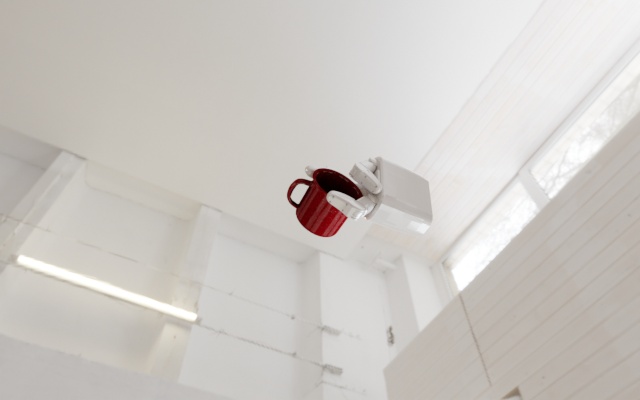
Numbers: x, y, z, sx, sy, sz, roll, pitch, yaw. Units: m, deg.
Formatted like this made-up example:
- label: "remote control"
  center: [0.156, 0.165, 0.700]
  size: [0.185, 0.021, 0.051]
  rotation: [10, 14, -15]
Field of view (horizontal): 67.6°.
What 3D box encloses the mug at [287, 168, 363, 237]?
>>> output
- label: "mug"
  center: [-0.001, 0.002, 0.785]
  size: [0.117, 0.081, 0.093]
  rotation: [20, 32, -20]
